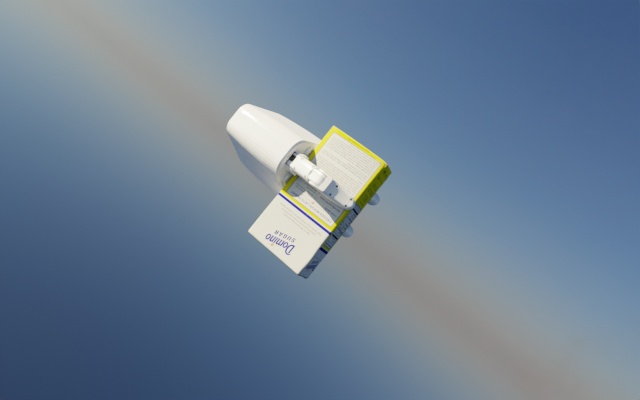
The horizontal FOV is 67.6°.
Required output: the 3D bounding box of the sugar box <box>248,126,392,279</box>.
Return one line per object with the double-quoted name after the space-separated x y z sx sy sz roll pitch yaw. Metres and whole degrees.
0.000 0.002 0.610 0.093 0.176 0.048 38 -1 23 "sugar box"
